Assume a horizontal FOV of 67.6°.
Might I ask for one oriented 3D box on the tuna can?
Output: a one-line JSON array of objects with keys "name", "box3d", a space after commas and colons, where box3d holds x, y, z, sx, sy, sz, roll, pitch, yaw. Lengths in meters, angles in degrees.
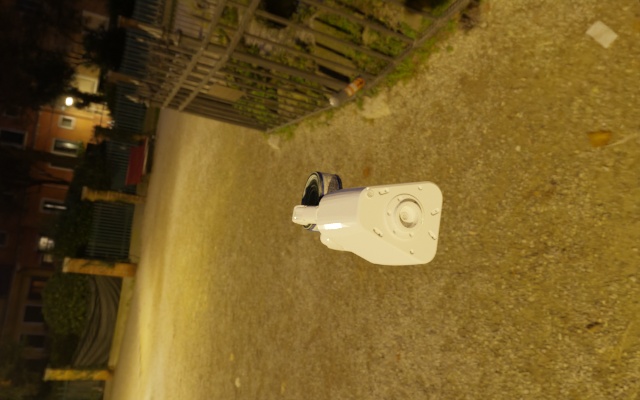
[{"name": "tuna can", "box3d": [0.000, 0.002, 0.679, 0.034, 0.086, 0.086, 9, -3, -19]}]
